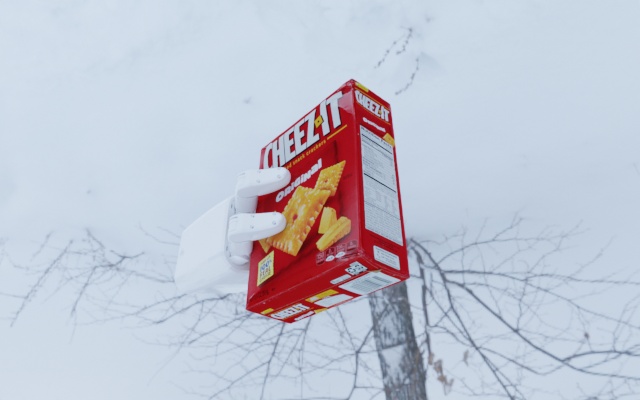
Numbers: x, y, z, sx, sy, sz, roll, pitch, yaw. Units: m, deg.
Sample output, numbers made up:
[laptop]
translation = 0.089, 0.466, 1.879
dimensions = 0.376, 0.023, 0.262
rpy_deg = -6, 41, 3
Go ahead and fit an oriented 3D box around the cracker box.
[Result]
[cracker box]
translation = 0.000, 0.002, 0.504
dimensions = 0.072, 0.213, 0.164
rpy_deg = 27, -42, -35
